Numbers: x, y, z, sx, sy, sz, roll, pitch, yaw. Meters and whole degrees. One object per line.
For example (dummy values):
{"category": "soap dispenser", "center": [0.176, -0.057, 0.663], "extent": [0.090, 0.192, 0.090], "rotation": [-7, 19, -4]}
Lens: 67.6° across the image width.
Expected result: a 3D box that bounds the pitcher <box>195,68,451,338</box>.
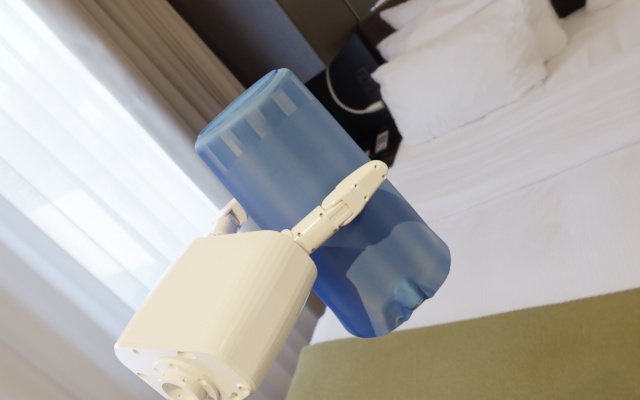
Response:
{"category": "pitcher", "center": [0.000, 0.002, 0.457], "extent": [0.149, 0.243, 0.145], "rotation": [-24, 25, 40]}
